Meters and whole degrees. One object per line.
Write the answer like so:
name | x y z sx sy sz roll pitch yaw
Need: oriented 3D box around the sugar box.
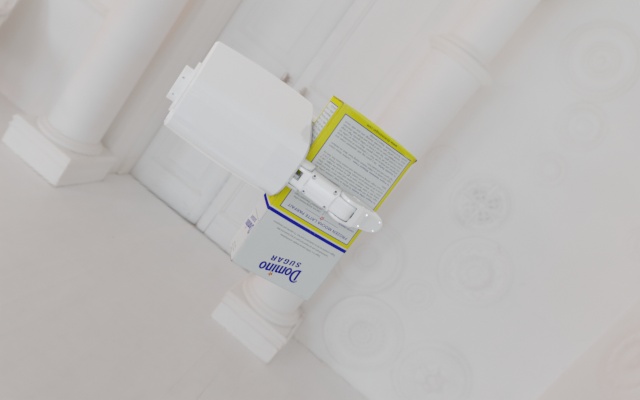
sugar box | 0.000 0.001 0.452 0.093 0.176 0.048 33 14 -22
